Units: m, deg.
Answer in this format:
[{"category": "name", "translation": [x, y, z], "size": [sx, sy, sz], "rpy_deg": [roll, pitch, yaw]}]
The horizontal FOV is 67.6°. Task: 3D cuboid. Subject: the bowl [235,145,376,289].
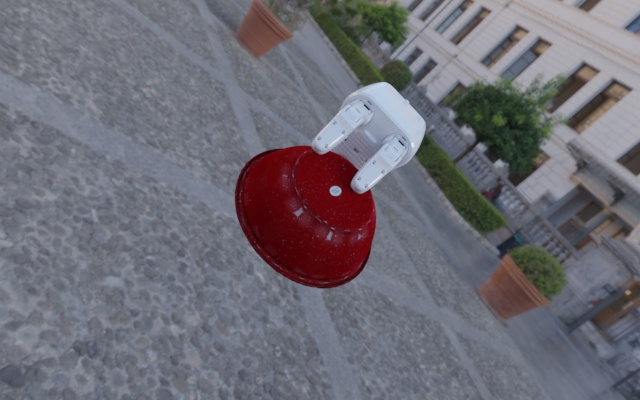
[{"category": "bowl", "translation": [0.000, 0.002, 0.472], "size": [0.162, 0.162, 0.055], "rpy_deg": [0, -29, -37]}]
